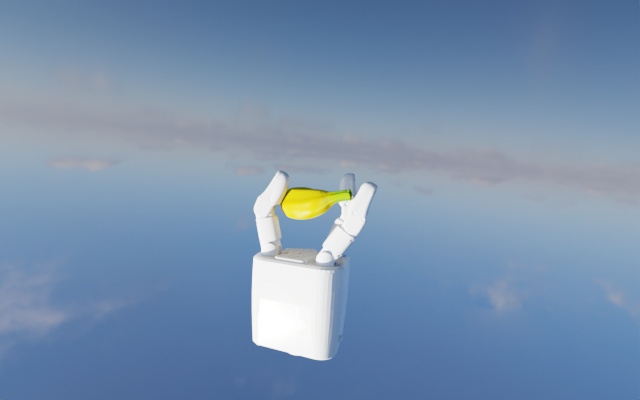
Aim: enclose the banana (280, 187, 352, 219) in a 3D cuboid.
[{"bbox_3d":[-0.018,0.002,0.599,0.069,0.037,0.198,-1,3,-12],"label":"banana"}]
